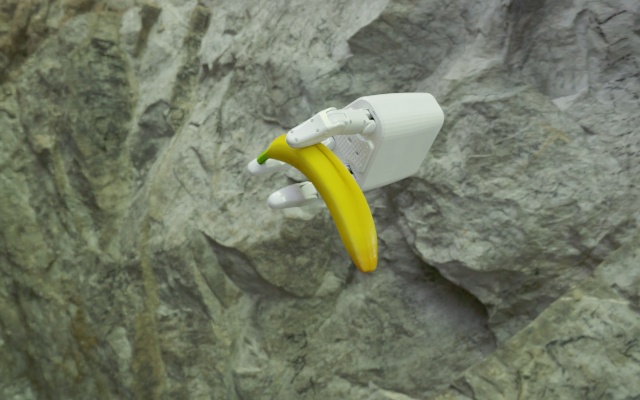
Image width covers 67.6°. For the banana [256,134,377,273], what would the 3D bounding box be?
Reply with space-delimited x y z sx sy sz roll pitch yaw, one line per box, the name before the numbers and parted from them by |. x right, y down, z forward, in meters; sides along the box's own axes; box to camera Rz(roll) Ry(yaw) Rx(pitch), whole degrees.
banana | 0.003 -0.015 0.490 0.037 0.070 0.197 -13 47 -38
